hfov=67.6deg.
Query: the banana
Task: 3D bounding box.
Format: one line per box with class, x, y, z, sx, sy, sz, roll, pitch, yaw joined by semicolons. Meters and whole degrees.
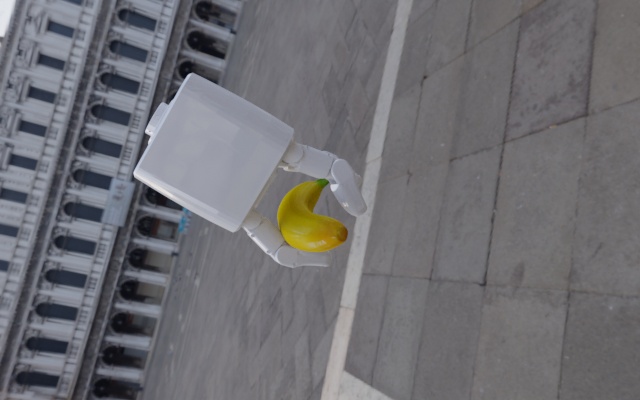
banana;-0.014;0.013;0.483;0.069;0.037;0.197;-43;16;11
